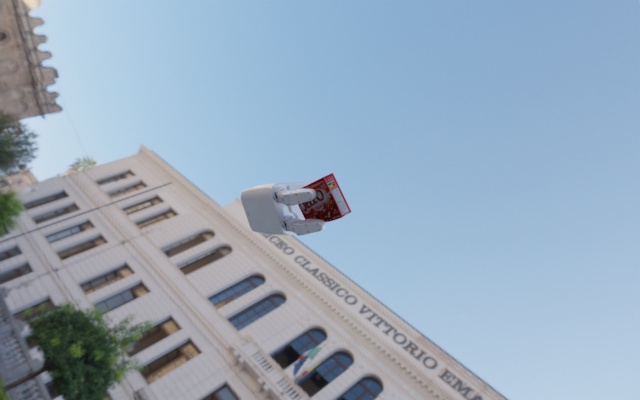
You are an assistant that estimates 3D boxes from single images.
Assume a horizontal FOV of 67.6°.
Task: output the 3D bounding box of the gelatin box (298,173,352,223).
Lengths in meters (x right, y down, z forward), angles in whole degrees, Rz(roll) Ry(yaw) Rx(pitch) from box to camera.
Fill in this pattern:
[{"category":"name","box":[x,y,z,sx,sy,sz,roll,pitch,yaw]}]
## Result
[{"category":"gelatin box","box":[0.001,0.002,0.808,0.030,0.073,0.089,-28,4,-44]}]
